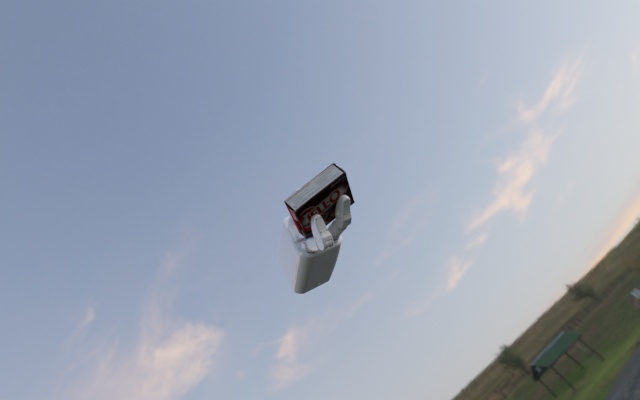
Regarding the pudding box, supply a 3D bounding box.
[{"bbox_3d":[0.000,0.003,0.821,0.039,0.113,0.090,40,-17,34],"label":"pudding box"}]
